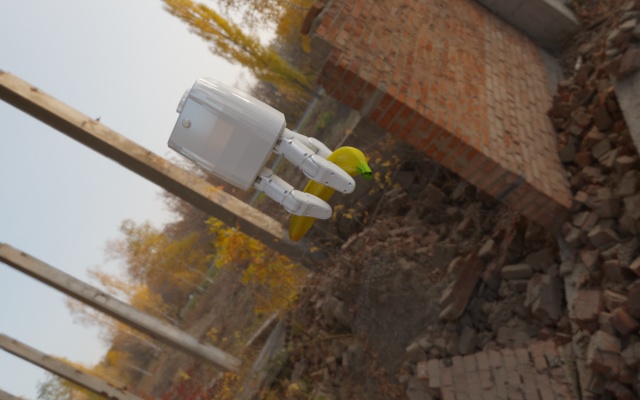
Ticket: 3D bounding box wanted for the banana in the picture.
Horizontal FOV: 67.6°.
[{"bbox_3d":[0.005,-0.014,0.612,0.037,0.069,0.198,25,-37,-15],"label":"banana"}]
